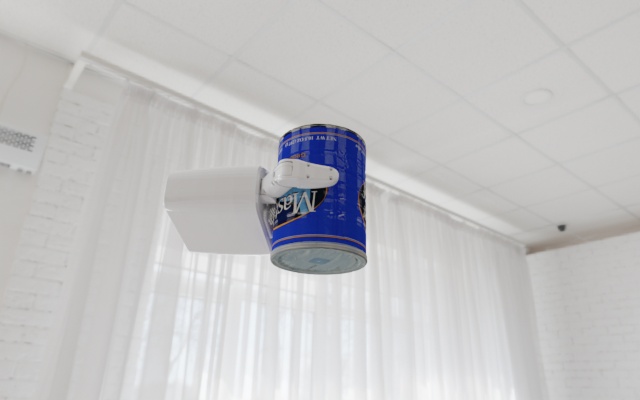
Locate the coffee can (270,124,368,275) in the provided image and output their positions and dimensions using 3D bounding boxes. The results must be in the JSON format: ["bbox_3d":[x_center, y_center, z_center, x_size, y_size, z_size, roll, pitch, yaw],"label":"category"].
[{"bbox_3d":[0.000,0.002,0.530,0.103,0.140,0.103,2,-23,1],"label":"coffee can"}]
